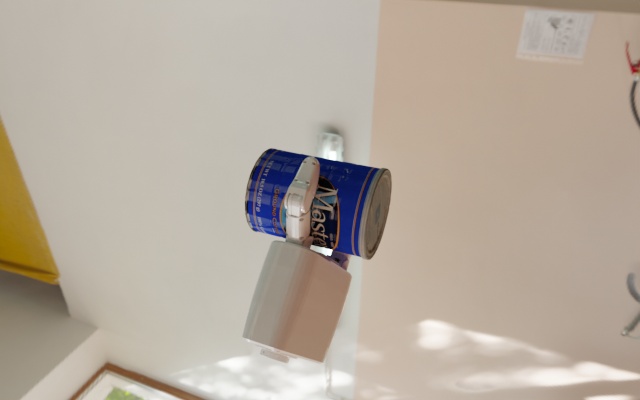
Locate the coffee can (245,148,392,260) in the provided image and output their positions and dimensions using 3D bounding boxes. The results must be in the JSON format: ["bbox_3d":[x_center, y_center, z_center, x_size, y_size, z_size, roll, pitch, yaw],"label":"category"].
[{"bbox_3d":[0.000,0.002,0.546,0.140,0.103,0.103,12,4,19],"label":"coffee can"}]
